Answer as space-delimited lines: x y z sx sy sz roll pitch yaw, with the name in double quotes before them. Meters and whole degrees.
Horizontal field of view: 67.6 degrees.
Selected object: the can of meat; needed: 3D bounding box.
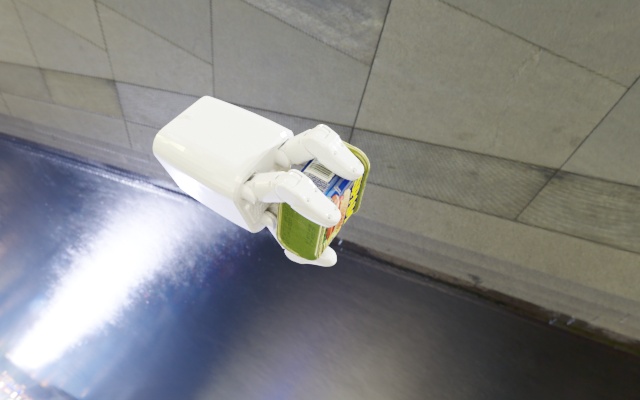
"can of meat" 0.000 0.002 0.482 0.057 0.084 0.102 29 -35 14
